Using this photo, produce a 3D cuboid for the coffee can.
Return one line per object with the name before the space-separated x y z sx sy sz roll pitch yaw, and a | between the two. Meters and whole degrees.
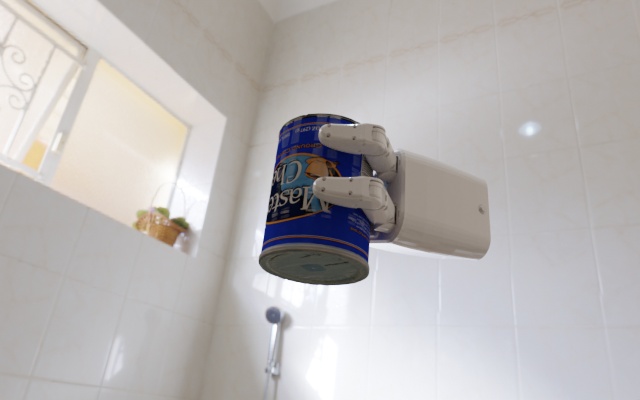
coffee can | 0.000 0.002 0.469 0.103 0.140 0.103 5 -25 2
